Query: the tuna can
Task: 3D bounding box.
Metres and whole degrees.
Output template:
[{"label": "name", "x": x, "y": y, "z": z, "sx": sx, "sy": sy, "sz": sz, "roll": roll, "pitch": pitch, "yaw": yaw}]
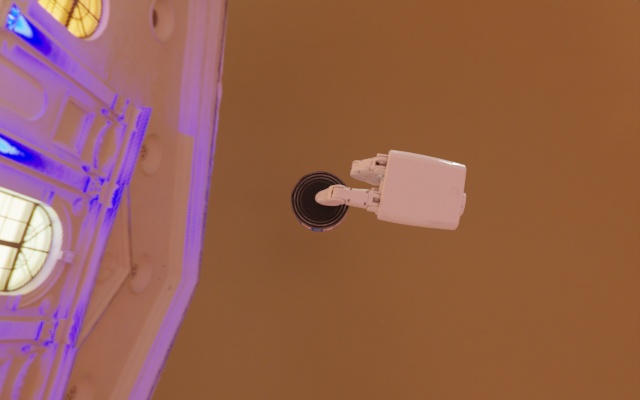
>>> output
[{"label": "tuna can", "x": 0.000, "y": 0.002, "z": 0.704, "sx": 0.086, "sy": 0.086, "sz": 0.034, "roll": 0, "pitch": -13, "yaw": 2}]
